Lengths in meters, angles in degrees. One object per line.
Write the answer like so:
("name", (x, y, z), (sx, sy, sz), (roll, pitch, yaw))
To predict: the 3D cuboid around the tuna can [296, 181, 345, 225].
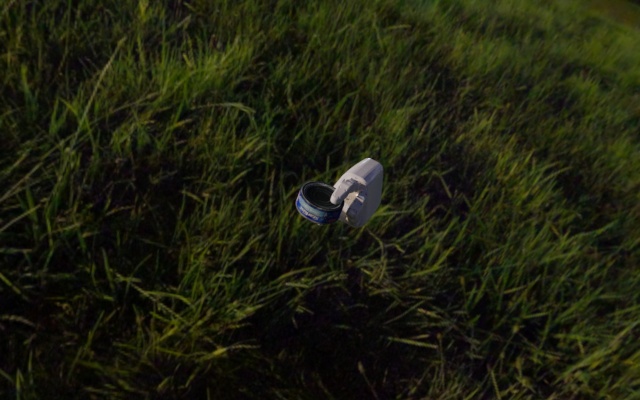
("tuna can", (0.000, 0.002, 0.871), (0.086, 0.034, 0.086), (14, 37, -11))
